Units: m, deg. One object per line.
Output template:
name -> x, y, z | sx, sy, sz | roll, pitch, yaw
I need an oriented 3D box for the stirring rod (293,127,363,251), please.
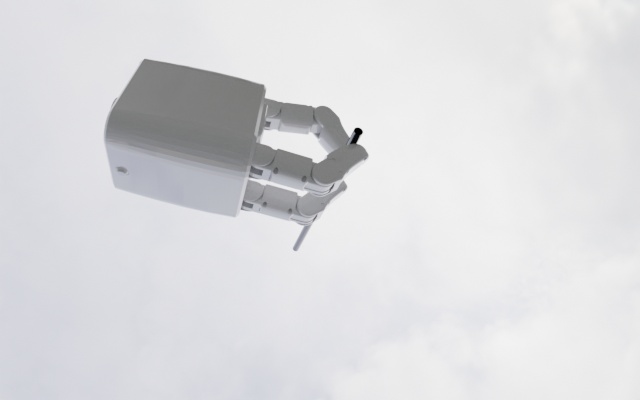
stirring rod -> 0.000, 0.002, 0.485 | 0.011, 0.011, 0.240 | 0, -28, -17
